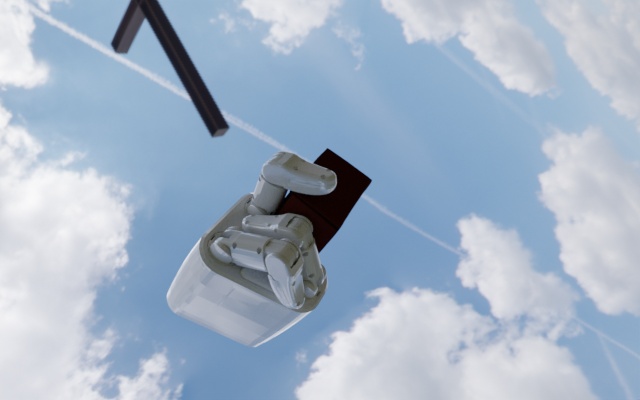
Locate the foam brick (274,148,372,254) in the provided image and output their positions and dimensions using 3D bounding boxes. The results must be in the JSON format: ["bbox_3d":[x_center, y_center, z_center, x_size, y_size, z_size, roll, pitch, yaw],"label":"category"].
[{"bbox_3d":[0.000,0.001,0.423,0.051,0.053,0.078,-53,-1,43],"label":"foam brick"}]
